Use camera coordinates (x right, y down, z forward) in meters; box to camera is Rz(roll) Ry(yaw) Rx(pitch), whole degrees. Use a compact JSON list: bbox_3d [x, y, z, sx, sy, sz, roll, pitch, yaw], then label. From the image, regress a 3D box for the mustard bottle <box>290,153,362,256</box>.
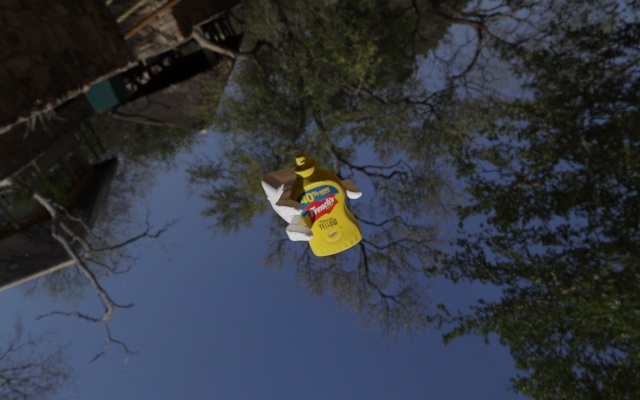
[{"bbox_3d":[0.000,0.003,0.853,0.096,0.192,0.058,-20,24,7],"label":"mustard bottle"}]
